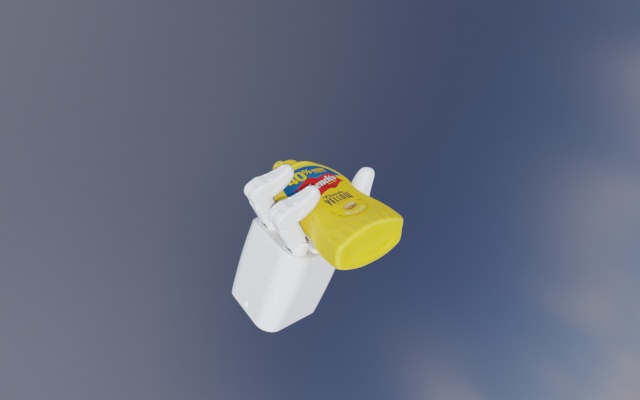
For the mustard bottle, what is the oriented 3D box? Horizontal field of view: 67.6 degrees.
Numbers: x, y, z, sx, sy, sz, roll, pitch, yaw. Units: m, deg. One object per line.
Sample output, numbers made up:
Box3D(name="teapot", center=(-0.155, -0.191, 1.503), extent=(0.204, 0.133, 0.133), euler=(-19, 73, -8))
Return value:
Box3D(name="mustard bottle", center=(0.000, 0.002, 0.566), extent=(0.096, 0.058, 0.191), euler=(-22, 41, -29))
